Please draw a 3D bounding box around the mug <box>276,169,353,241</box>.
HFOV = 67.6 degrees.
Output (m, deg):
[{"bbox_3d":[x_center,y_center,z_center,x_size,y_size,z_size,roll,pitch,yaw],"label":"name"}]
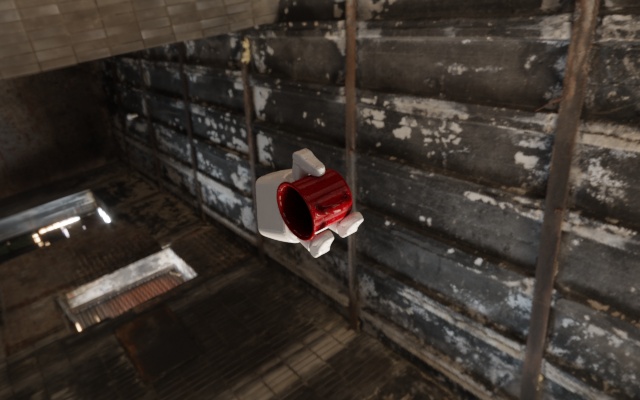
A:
[{"bbox_3d":[0.001,0.002,0.703,0.081,0.093,0.117,-25,15,-31],"label":"mug"}]
